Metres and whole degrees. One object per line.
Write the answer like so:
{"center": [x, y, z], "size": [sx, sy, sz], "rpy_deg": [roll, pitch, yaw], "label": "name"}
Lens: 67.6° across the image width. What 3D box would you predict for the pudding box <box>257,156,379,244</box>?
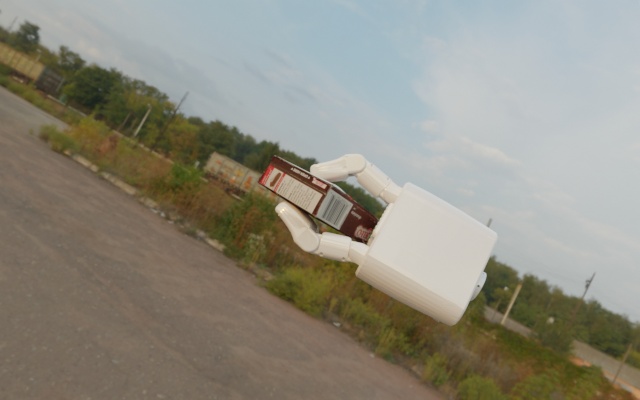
{"center": [0.000, 0.002, 0.517], "size": [0.090, 0.039, 0.113], "rpy_deg": [28, -5, 37], "label": "pudding box"}
